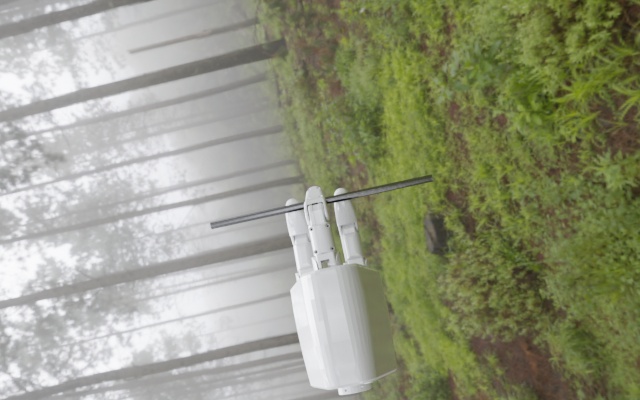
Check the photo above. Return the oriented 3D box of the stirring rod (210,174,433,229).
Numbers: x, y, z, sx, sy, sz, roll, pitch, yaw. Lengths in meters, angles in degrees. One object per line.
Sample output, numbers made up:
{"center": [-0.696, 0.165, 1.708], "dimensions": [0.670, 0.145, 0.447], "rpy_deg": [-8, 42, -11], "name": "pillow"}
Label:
{"center": [0.000, 0.002, 0.508], "dimensions": [0.239, 0.011, 0.011], "rpy_deg": [-12, -1, 3], "name": "stirring rod"}
